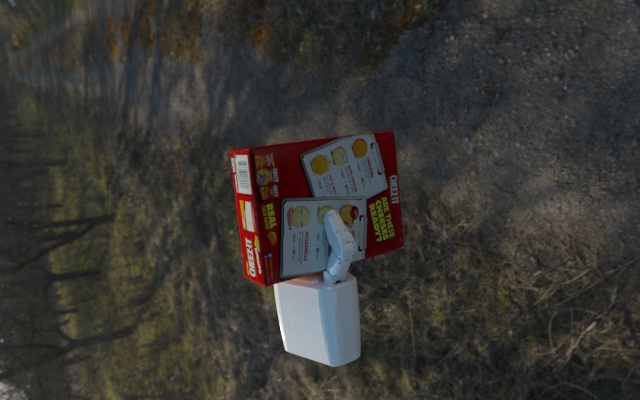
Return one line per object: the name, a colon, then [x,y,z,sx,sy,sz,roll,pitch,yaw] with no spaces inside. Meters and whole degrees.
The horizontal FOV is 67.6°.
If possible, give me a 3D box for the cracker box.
cracker box: [0.000,0.002,0.616,0.213,0.164,0.072,-11,10,-31]
